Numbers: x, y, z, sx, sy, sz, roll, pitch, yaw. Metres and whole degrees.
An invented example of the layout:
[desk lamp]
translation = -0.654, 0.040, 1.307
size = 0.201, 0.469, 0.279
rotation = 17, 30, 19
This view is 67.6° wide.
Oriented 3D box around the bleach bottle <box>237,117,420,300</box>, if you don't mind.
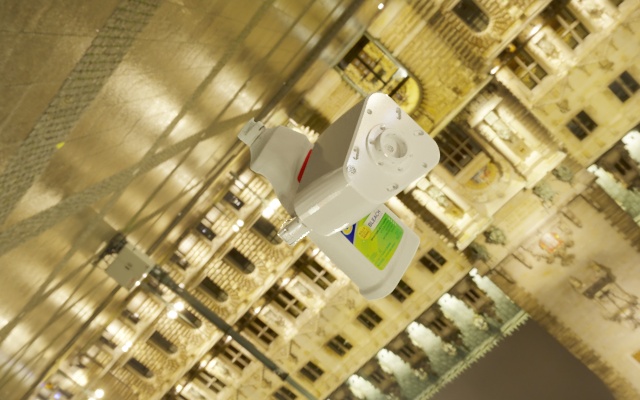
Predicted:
[bleach bottle]
translation = 0.000, 0.002, 0.572
size = 0.251, 0.102, 0.068
rotation = 42, -30, -8
